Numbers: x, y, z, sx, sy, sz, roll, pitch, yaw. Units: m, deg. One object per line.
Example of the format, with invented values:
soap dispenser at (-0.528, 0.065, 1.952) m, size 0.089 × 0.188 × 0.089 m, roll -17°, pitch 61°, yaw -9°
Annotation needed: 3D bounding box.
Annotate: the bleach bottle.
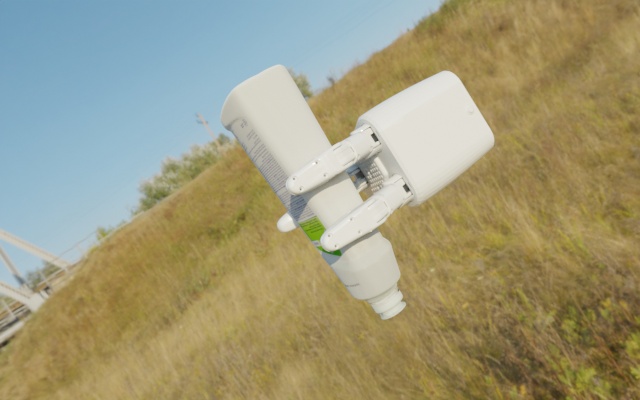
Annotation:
bleach bottle at (0.000, 0.001, 0.460) m, size 0.068 × 0.251 × 0.102 m, roll -33°, pitch 3°, yaw -18°
